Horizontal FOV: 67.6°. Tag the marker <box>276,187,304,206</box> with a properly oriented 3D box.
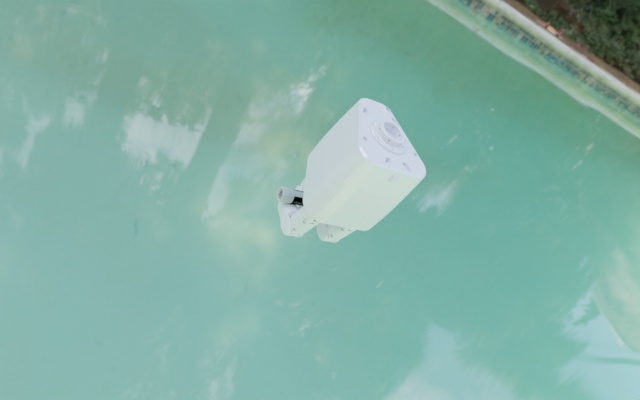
[{"bbox_3d":[0.000,0.002,0.615,0.121,0.020,0.020,11,-6,-33],"label":"marker"}]
